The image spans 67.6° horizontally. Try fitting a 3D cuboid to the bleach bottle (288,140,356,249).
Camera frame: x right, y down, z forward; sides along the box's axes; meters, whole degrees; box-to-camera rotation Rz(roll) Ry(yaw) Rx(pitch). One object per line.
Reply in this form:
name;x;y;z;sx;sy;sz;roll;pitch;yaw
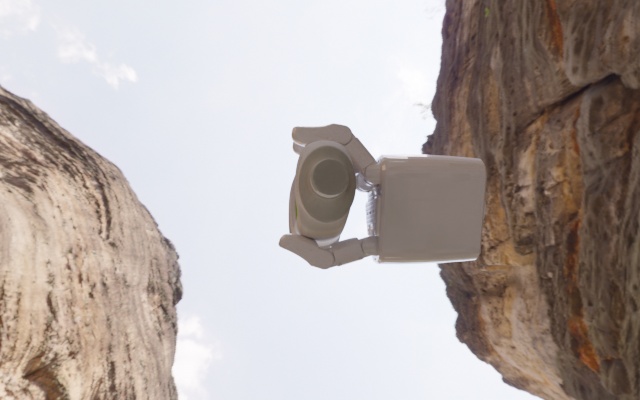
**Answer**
bleach bottle;0.000;0.002;0.496;0.068;0.102;0.251;-1;-5;-4
